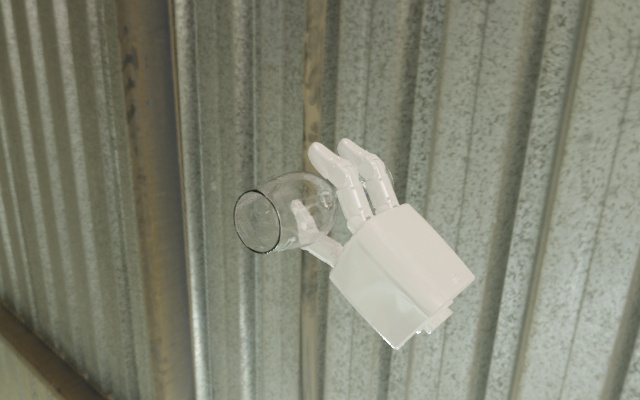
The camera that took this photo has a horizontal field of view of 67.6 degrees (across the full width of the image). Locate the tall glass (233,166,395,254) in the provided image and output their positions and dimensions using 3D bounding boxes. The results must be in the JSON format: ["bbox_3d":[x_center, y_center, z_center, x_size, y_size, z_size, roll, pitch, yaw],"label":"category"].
[{"bbox_3d":[0.000,0.002,0.521,0.079,0.079,0.201,0,11,38],"label":"tall glass"}]
